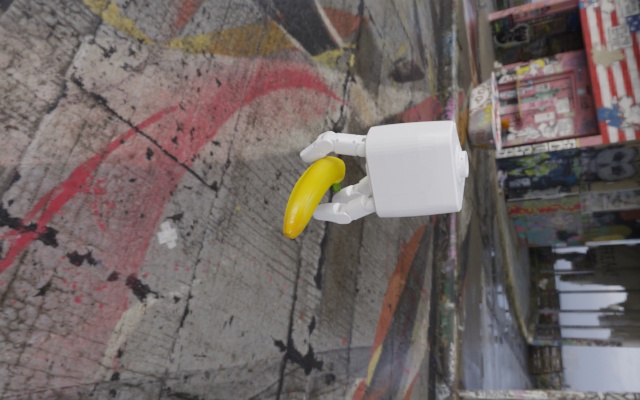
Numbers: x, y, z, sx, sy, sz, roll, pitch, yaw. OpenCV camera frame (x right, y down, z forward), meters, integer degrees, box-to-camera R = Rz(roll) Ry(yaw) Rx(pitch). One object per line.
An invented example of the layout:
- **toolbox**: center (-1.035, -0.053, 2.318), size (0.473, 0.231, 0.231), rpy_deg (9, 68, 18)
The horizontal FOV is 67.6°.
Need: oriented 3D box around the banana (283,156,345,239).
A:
- **banana**: center (-0.001, -0.017, 0.626), size (0.037, 0.070, 0.197), rpy_deg (1, 18, 22)
